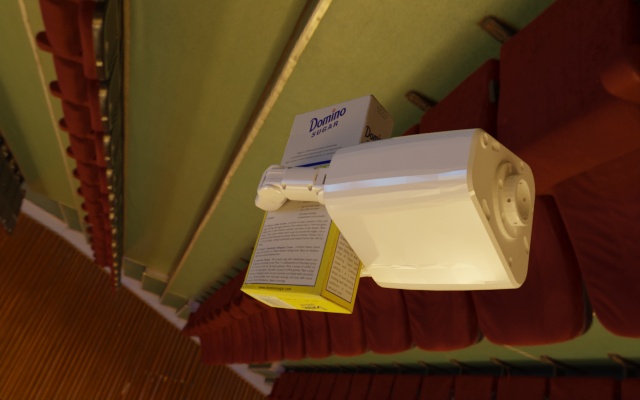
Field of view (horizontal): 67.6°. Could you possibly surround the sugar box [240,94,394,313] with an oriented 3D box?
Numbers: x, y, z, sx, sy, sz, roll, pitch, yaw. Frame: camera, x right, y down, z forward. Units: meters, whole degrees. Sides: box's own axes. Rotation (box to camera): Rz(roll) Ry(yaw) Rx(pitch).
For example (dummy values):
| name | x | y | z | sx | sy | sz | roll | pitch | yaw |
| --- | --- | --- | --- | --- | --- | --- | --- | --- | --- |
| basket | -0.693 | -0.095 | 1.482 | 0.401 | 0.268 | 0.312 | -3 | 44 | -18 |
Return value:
| name | x | y | z | sx | sy | sz | roll | pitch | yaw |
| --- | --- | --- | --- | --- | --- | --- | --- | --- | --- |
| sugar box | 0.000 | 0.002 | 0.403 | 0.093 | 0.176 | 0.048 | -6 | -33 | 42 |
